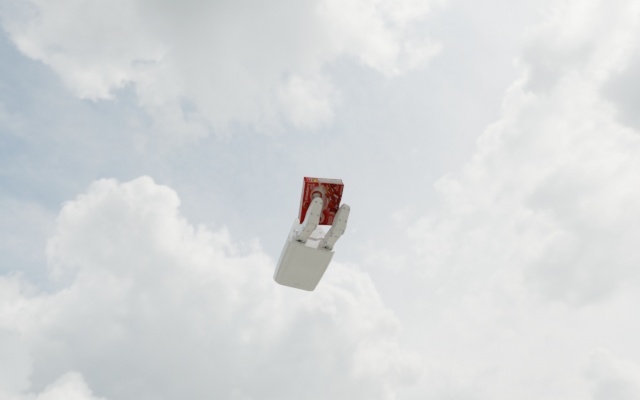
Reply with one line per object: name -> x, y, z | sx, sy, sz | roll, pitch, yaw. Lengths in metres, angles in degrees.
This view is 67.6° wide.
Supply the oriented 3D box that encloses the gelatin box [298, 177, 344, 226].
gelatin box -> 0.000, 0.002, 0.884 | 0.073, 0.089, 0.030 | 4, 25, -11
